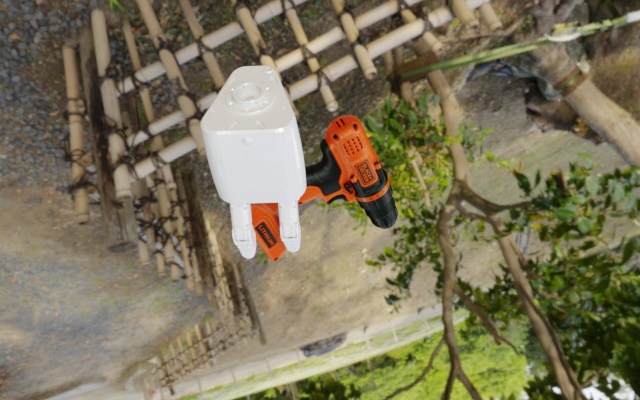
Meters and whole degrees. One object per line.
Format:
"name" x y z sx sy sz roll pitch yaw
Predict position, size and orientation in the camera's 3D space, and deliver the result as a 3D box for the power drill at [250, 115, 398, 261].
"power drill" 0.000 0.002 0.621 0.187 0.184 0.057 -29 36 1
